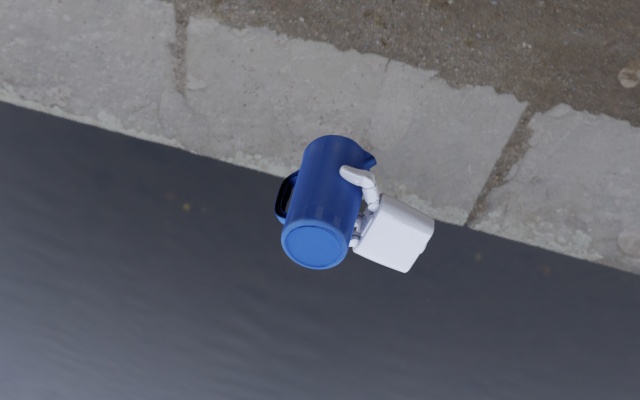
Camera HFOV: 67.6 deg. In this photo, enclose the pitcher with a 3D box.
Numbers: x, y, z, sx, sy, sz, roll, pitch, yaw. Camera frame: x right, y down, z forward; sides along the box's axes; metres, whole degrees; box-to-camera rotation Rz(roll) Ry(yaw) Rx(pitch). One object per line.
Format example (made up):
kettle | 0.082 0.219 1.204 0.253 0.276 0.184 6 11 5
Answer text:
pitcher | 0.000 0.003 0.840 0.145 0.149 0.242 25 39 -7
